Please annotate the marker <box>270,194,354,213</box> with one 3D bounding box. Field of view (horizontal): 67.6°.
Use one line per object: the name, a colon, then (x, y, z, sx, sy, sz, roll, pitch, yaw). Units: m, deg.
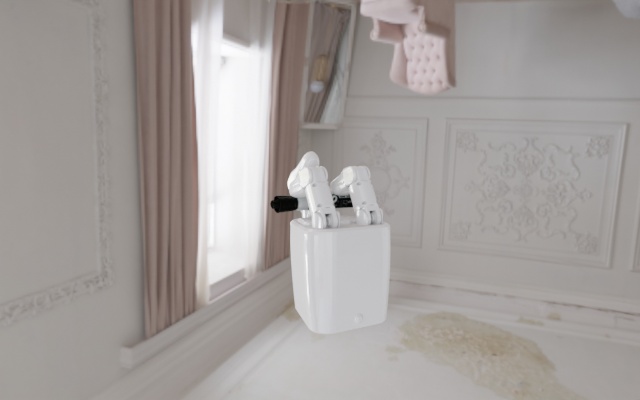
marker: (0.000, 0.002, 0.544, 0.121, 0.020, 0.020, -3, 1, -30)
